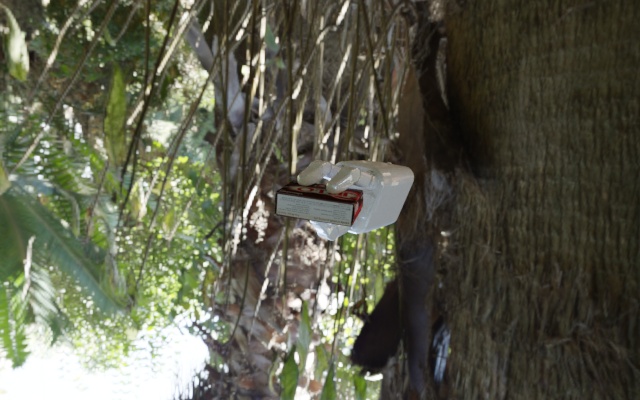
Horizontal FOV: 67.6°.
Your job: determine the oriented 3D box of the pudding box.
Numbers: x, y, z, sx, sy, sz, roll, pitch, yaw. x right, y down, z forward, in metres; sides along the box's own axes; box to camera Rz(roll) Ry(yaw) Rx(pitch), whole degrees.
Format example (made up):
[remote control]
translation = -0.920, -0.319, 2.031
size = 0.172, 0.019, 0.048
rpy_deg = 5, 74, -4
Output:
[pudding box]
translation = 0.000, 0.002, 0.680
size = 0.113, 0.039, 0.090
rpy_deg = 6, 13, 11
